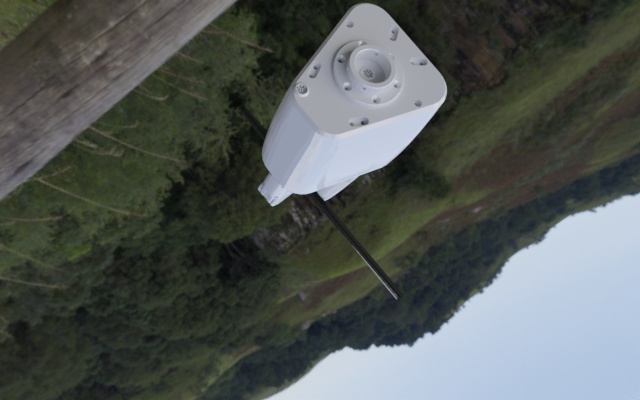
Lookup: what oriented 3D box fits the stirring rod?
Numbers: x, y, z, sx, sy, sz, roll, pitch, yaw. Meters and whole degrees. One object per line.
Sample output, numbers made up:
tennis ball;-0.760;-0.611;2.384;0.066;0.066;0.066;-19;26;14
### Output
stirring rod;0.000;0.001;0.474;0.011;0.239;0.011;-40;-4;-3
